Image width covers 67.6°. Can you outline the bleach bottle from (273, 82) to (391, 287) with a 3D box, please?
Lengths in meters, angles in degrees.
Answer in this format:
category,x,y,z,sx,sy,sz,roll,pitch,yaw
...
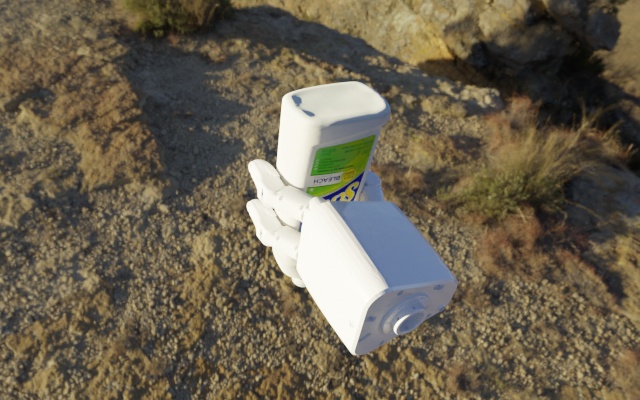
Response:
category,x,y,z,sx,sy,sz,roll,pitch,yaw
bleach bottle,0.000,0.002,0.520,0.102,0.251,0.068,-15,46,-25
